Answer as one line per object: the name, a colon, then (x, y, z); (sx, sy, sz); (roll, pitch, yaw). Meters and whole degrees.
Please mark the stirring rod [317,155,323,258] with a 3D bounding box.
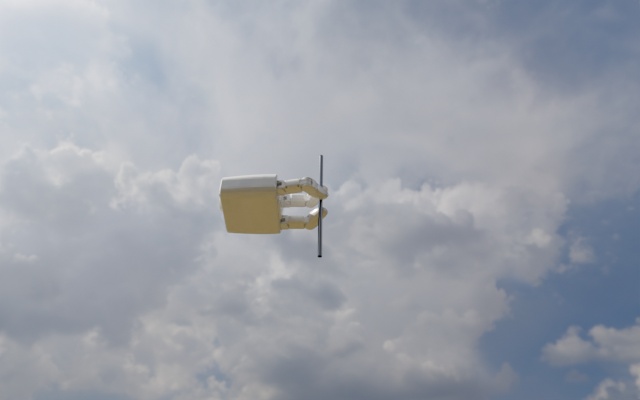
stirring rod: (0.000, 0.003, 0.895); (0.011, 0.239, 0.011); (1, -39, 0)
